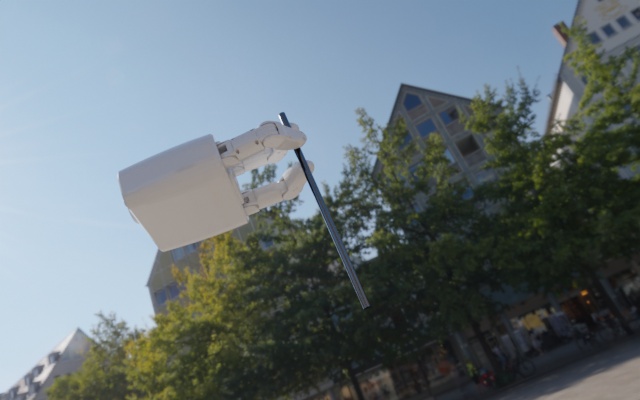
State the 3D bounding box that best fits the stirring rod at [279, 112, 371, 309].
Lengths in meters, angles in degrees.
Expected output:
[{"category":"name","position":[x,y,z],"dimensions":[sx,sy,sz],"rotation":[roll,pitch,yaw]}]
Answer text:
[{"category":"stirring rod","position":[0.000,0.002,0.505],"dimensions":[0.011,0.239,0.011],"rotation":[-20,-23,-9]}]
